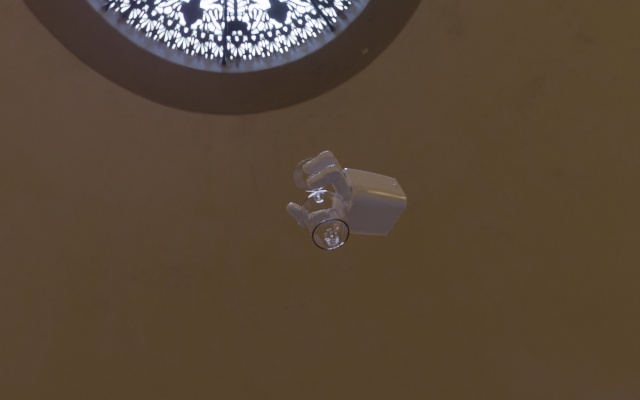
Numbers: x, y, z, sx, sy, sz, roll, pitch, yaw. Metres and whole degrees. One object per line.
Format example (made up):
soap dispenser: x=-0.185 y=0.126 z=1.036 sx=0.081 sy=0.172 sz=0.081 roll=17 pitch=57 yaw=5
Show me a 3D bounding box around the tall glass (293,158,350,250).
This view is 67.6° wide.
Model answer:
tall glass: x=0.000 y=0.002 z=0.852 sx=0.079 sy=0.079 sz=0.201 roll=0 pitch=32 yaw=-11
